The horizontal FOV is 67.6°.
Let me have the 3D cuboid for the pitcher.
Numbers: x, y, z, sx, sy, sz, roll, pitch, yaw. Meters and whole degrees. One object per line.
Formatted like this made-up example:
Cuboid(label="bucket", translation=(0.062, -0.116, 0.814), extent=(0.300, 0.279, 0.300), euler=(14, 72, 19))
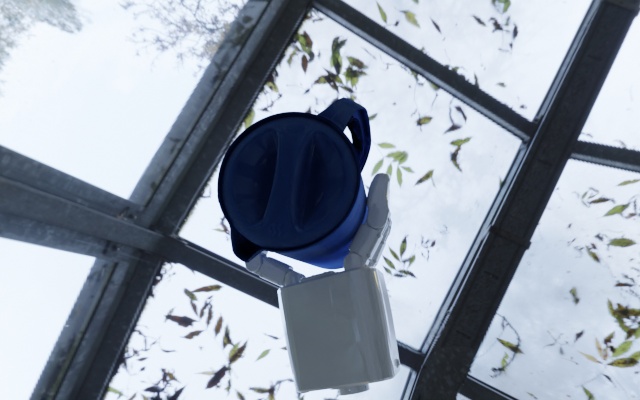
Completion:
Cuboid(label="pitcher", translation=(0.000, 0.002, 0.534), extent=(0.149, 0.145, 0.243), euler=(-14, -17, 9))
